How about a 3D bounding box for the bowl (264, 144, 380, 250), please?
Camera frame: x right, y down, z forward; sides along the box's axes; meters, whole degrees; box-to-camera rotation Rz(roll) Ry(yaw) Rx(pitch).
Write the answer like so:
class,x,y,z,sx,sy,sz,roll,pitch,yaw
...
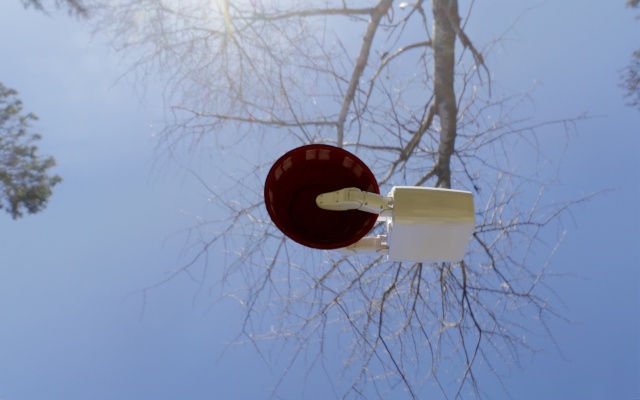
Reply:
class,x,y,z,sx,sy,sz,roll,pitch,yaw
bowl,-0.001,0.002,0.671,0.162,0.162,0.055,0,-26,-9
